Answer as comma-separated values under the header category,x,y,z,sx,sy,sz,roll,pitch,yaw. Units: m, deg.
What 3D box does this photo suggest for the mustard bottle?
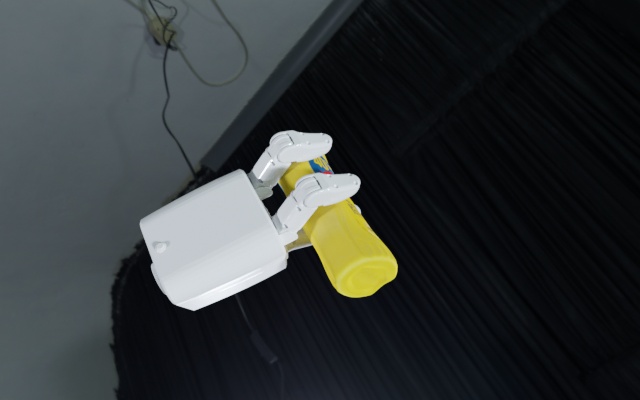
category,x,y,z,sx,sy,sz,roll,pitch,yaw
mustard bottle,0.000,0.002,0.475,0.058,0.191,0.096,-39,-30,11
